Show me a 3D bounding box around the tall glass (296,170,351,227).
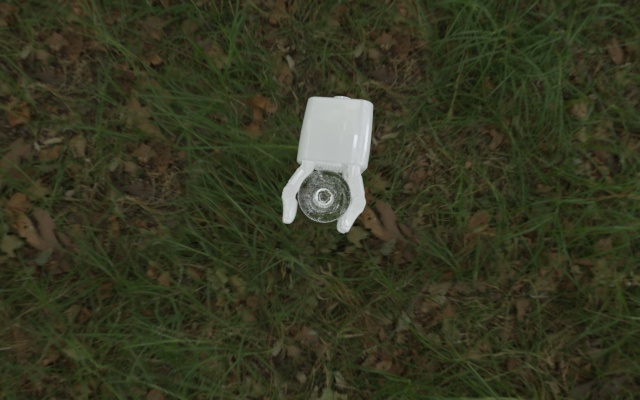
[{"bbox_3d":[0.000,0.003,0.762,0.079,0.079,0.201,0,-5,-3],"label":"tall glass"}]
